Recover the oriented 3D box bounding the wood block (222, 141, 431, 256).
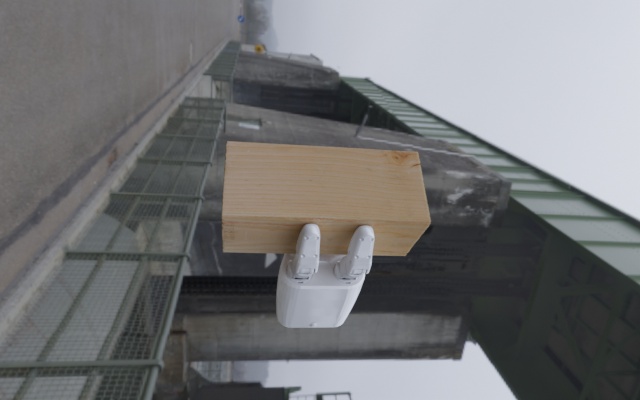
[{"bbox_3d":[0.000,0.002,0.519,0.206,0.090,0.090,2,-30,-9],"label":"wood block"}]
